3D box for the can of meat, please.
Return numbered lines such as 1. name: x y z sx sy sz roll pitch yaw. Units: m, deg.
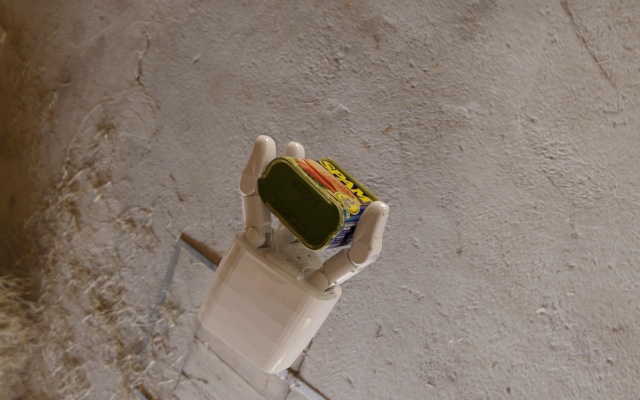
1. can of meat: 0.000 0.002 0.464 0.102 0.057 0.084 43 22 24
